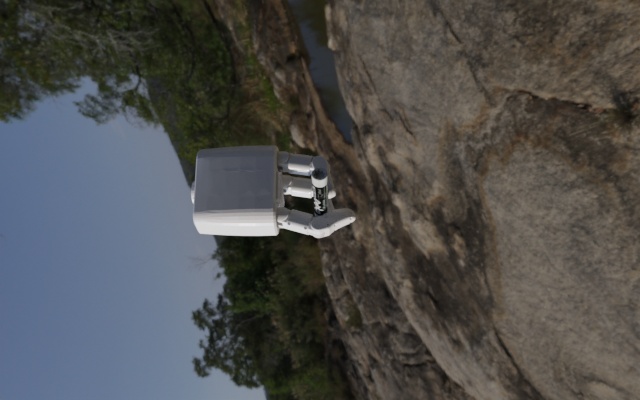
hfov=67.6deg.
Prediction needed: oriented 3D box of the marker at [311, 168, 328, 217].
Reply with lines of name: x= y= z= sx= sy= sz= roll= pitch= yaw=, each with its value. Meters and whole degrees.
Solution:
marker: x=0.000 y=0.002 z=0.601 sx=0.020 sy=0.020 sz=0.121 roll=0 pitch=-33 yaw=2
